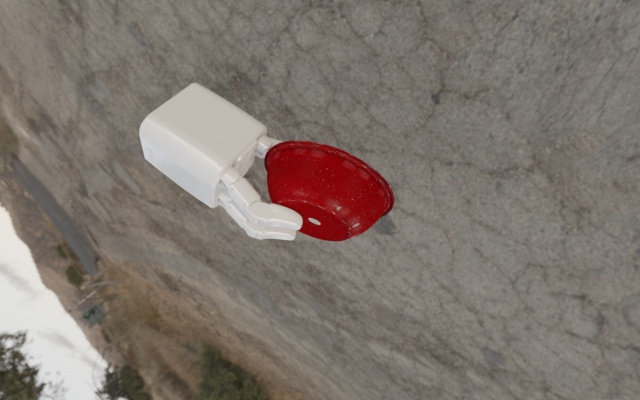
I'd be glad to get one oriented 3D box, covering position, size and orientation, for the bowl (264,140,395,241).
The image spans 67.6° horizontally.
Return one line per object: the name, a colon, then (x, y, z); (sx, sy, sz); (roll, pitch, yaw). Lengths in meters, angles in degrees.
bowl: (0.001, 0.003, 0.550); (0.162, 0.055, 0.162); (17, -26, 9)
